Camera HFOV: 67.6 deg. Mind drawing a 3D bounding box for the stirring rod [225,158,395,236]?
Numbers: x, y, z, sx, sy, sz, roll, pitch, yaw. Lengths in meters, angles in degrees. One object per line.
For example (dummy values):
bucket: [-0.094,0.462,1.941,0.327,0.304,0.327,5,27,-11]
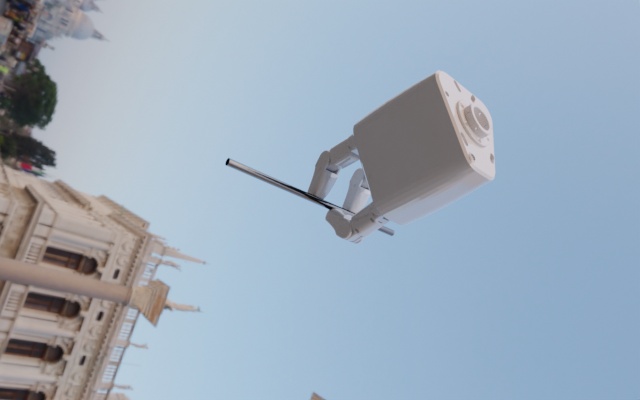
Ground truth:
stirring rod: [0.000,0.002,0.531,0.239,0.011,0.011,24,-14,-35]
